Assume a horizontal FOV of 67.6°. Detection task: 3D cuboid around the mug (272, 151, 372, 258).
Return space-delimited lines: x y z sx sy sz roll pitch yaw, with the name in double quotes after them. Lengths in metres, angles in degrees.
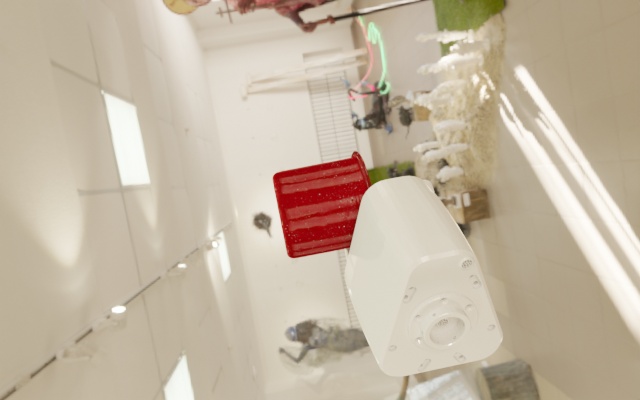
0.000 0.001 0.454 0.081 0.093 0.117 -11 29 -5 "mug"
